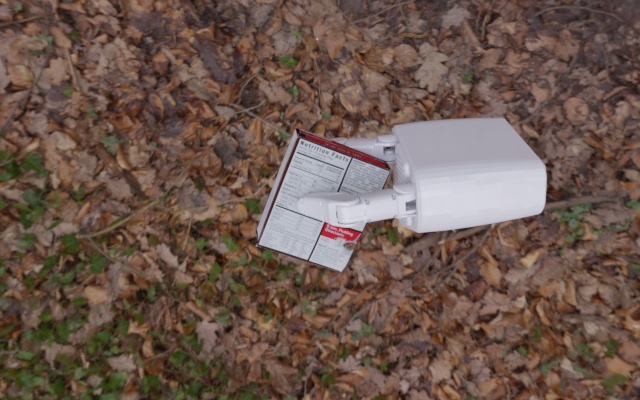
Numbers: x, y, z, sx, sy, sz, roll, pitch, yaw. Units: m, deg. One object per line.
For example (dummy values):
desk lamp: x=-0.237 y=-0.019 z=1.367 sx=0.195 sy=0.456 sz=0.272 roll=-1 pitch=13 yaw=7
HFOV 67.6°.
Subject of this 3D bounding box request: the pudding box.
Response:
pudding box: x=0.000 y=0.002 z=0.436 sx=0.090 sy=0.113 sz=0.039 roll=20 pitch=15 yaw=-11
